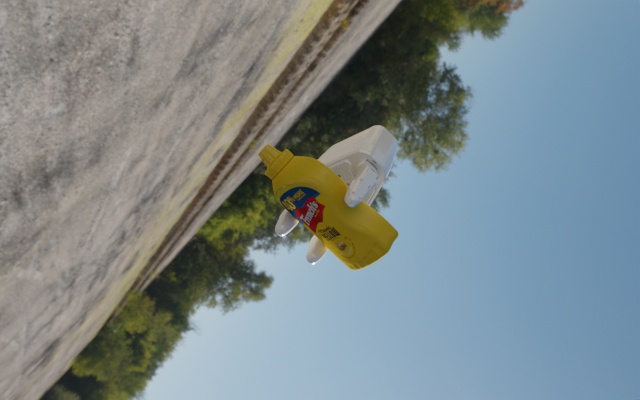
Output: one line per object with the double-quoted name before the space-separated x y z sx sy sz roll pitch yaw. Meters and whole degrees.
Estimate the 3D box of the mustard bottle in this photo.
"mustard bottle" 0.000 0.002 0.590 0.058 0.191 0.096 -51 9 -32
